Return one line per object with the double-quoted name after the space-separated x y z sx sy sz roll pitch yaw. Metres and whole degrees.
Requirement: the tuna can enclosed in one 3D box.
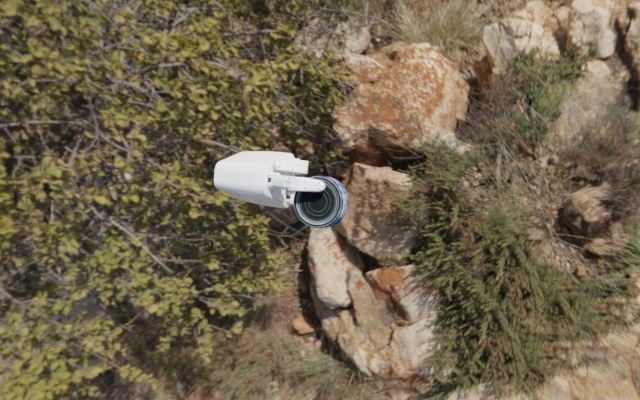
0.000 0.003 0.776 0.086 0.086 0.034 0 -1 20 "tuna can"
